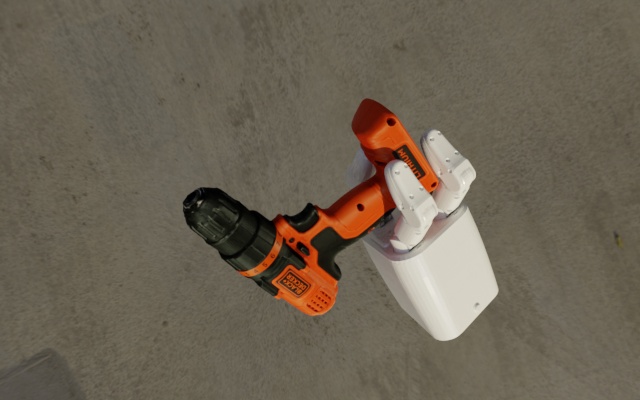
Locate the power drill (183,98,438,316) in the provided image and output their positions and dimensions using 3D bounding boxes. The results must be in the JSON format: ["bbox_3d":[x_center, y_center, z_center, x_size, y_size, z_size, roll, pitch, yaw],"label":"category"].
[{"bbox_3d":[0.001,0.001,0.421,0.184,0.187,0.057,45,4,-40],"label":"power drill"}]
